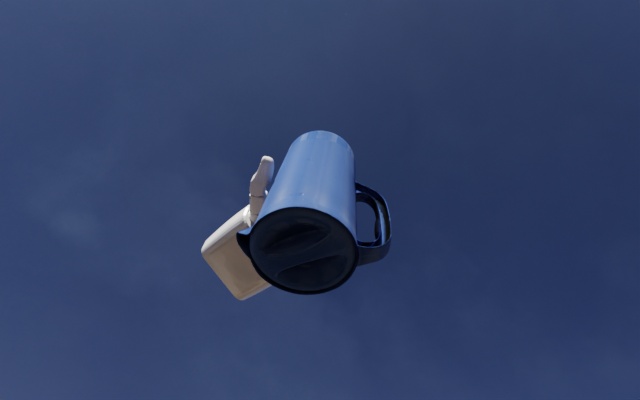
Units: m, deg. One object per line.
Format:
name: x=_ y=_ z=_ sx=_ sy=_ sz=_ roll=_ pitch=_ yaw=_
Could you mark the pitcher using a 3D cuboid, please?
pitcher: x=0.000 y=0.002 z=0.655 sx=0.145 sy=0.149 sz=0.242 roll=-37 pitch=22 yaw=27
